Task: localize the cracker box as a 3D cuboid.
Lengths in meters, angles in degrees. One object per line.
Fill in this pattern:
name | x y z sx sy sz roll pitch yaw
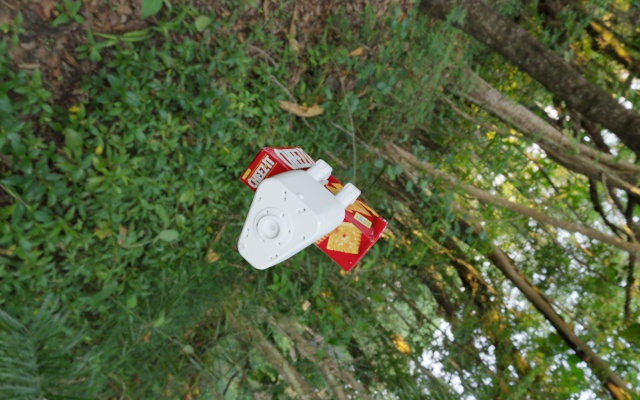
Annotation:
cracker box | 0.000 0.003 0.761 0.213 0.072 0.164 41 15 8
